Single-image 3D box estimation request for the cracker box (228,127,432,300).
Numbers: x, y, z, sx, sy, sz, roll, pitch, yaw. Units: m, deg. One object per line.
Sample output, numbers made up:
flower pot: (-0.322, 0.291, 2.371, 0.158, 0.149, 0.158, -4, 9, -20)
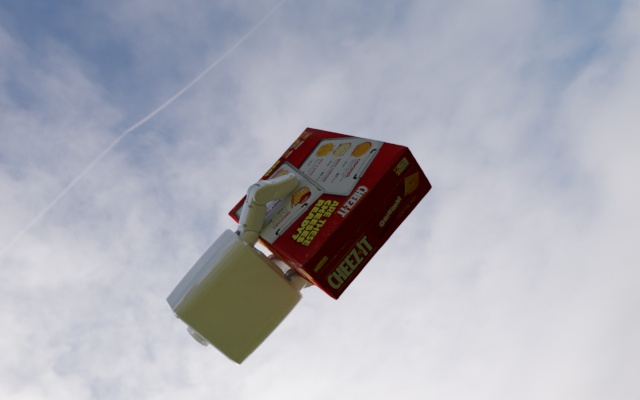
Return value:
cracker box: (0.000, 0.002, 0.567, 0.072, 0.164, 0.213, 48, -13, -31)
